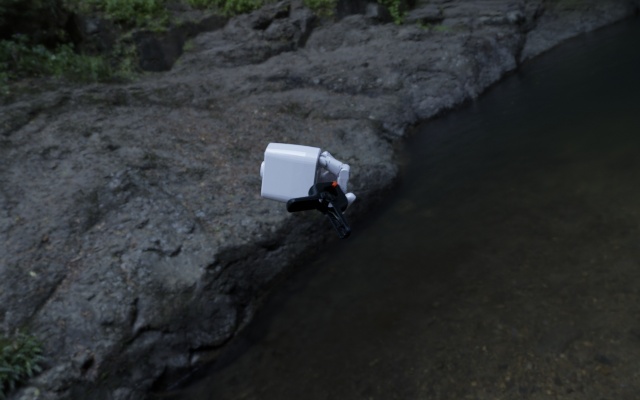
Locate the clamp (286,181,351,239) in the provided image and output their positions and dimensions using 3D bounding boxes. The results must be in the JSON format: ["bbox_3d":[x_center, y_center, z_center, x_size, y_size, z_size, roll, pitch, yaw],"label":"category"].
[{"bbox_3d":[0.001,0.002,0.876,0.120,0.039,0.171,29,22,-10],"label":"clamp"}]
